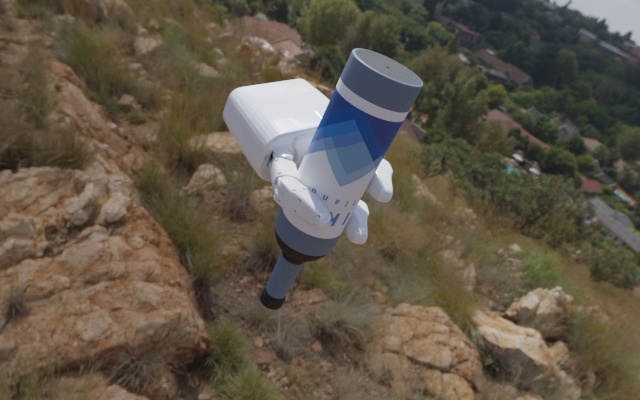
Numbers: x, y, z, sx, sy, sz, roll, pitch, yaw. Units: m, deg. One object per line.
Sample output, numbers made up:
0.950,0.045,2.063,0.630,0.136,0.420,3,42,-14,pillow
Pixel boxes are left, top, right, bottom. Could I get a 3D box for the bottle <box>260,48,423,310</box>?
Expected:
0.000,0.001,0.475,0.069,0.296,0.069,19,31,-12,bottle
